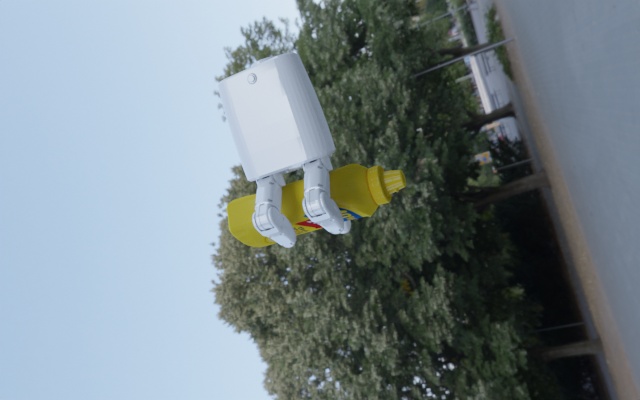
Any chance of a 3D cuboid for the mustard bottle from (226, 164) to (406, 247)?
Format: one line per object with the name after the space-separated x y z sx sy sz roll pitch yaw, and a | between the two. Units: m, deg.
0.000 0.002 0.526 0.191 0.058 0.096 -17 -19 21 | mustard bottle
